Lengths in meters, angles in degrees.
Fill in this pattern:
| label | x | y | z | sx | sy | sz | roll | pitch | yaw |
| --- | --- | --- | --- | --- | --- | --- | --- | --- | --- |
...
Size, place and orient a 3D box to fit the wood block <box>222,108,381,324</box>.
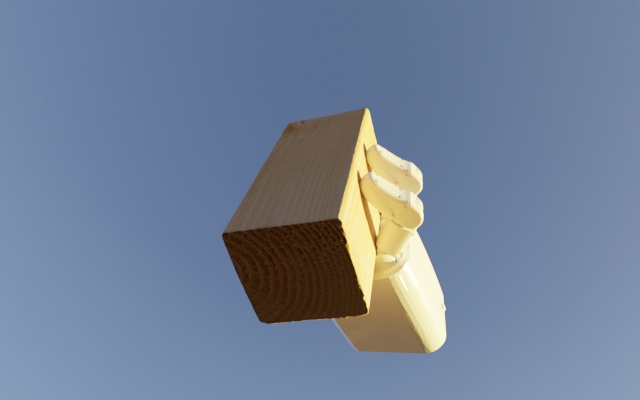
| label | x | y | z | sx | sy | sz | roll | pitch | yaw |
| --- | --- | --- | --- | --- | --- | --- | --- | --- | --- |
| wood block | 0.000 | 0.002 | 0.428 | 0.091 | 0.090 | 0.206 | -9 | 29 | 16 |
